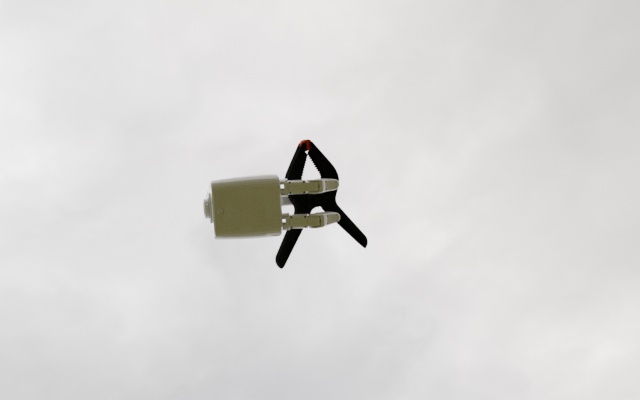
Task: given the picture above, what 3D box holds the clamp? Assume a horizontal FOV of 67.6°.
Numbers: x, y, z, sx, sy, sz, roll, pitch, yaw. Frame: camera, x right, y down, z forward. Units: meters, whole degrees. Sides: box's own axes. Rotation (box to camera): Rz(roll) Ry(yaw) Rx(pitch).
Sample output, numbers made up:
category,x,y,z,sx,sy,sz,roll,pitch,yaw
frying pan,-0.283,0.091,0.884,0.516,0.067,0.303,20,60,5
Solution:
category,x,y,z,sx,sy,sz,roll,pitch,yaw
clamp,0.000,0.002,0.800,0.164,0.210,0.036,-5,7,-19
